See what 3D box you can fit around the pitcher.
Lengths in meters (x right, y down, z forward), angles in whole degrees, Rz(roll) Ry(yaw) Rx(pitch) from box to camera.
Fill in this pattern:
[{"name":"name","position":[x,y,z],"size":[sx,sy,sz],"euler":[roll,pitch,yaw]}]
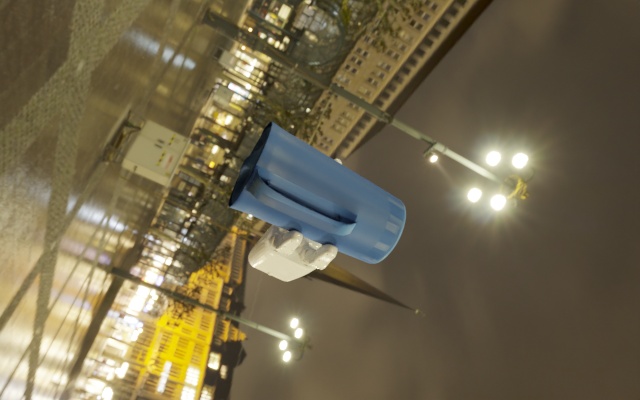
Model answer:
[{"name":"pitcher","position":[0.000,0.002,0.688],"size":[0.243,0.149,0.145],"euler":[26,-32,-15]}]
